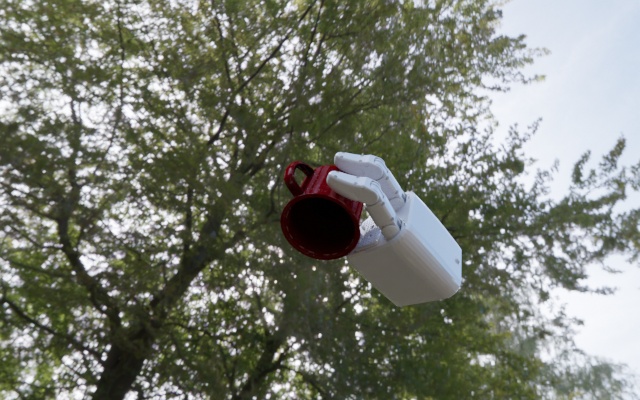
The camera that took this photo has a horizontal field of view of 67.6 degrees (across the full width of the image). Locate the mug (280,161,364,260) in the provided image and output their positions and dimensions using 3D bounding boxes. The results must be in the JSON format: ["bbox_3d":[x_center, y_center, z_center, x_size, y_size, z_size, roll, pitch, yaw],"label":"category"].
[{"bbox_3d":[-0.001,0.001,0.568,0.093,0.117,0.081,-33,19,31],"label":"mug"}]
